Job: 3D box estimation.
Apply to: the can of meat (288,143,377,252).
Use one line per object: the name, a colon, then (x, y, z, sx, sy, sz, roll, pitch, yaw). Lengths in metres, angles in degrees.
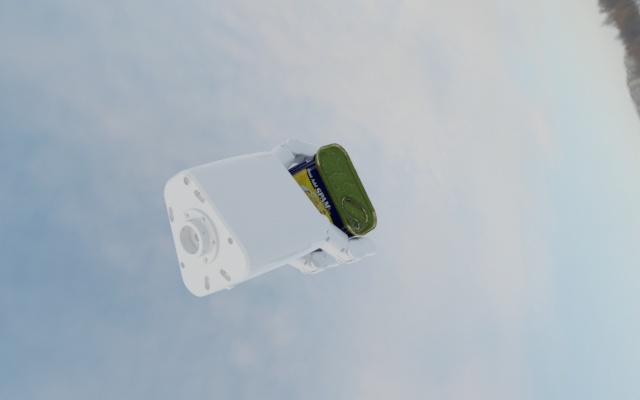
can of meat: (0.000, 0.002, 0.525, 0.084, 0.102, 0.057, -26, -1, 37)
